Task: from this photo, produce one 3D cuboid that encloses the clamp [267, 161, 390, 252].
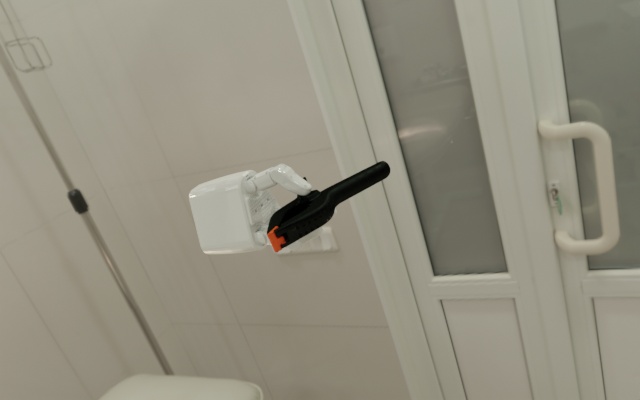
[{"bbox_3d":[-0.001,0.002,0.664,0.164,0.036,0.210,-13,20,31],"label":"clamp"}]
